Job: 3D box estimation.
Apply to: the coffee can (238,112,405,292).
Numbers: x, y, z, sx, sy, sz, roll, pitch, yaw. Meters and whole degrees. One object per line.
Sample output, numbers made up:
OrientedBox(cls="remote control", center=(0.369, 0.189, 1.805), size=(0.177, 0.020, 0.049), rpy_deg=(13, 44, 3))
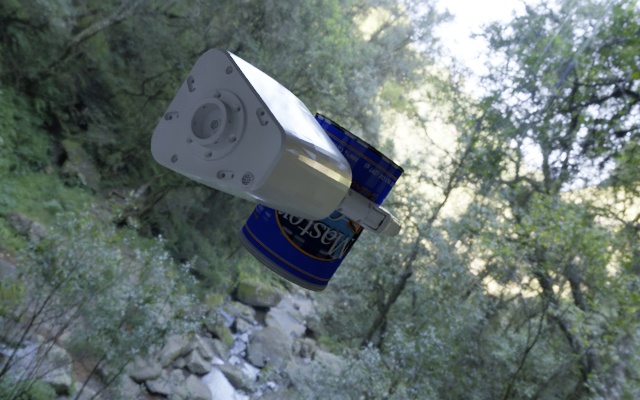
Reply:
OrientedBox(cls="coffee can", center=(0.000, 0.002, 0.466), size=(0.103, 0.140, 0.103), rpy_deg=(33, 6, -4))
